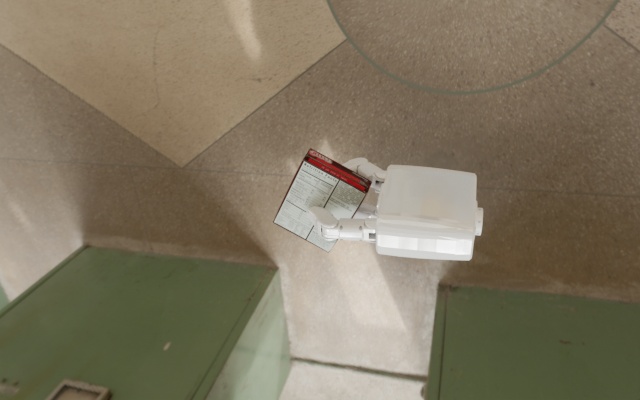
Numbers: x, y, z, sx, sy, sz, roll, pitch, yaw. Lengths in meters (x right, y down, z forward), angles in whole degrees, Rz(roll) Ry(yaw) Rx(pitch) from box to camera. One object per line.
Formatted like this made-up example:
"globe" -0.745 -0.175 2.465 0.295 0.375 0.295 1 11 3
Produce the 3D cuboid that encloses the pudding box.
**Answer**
"pudding box" 0.000 0.002 0.610 0.090 0.113 0.039 29 32 0
